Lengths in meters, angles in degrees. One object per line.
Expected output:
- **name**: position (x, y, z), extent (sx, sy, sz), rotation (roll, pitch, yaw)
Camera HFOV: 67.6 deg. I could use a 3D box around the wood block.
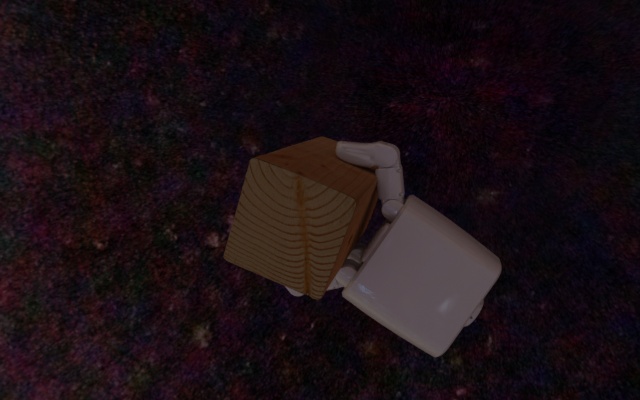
- **wood block**: position (0.001, 0.001, 0.463), extent (0.090, 0.091, 0.206), rotation (22, 16, 9)
